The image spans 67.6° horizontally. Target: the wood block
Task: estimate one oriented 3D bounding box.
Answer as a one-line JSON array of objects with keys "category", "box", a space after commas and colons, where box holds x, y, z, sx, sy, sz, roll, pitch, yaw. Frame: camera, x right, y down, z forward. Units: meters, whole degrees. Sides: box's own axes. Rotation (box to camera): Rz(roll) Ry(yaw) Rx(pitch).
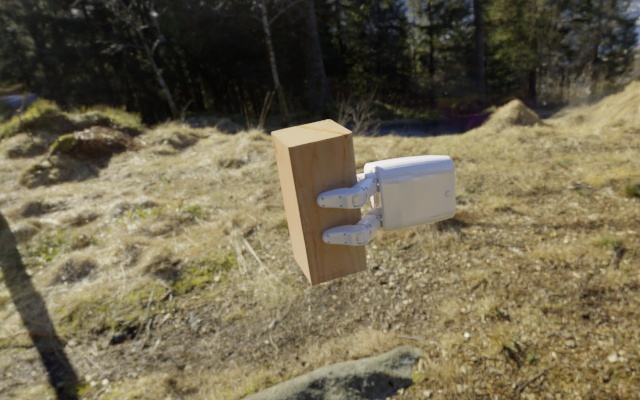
[{"category": "wood block", "box": [0.000, 0.002, 0.677, 0.090, 0.206, 0.090, -15, 25, -14]}]
